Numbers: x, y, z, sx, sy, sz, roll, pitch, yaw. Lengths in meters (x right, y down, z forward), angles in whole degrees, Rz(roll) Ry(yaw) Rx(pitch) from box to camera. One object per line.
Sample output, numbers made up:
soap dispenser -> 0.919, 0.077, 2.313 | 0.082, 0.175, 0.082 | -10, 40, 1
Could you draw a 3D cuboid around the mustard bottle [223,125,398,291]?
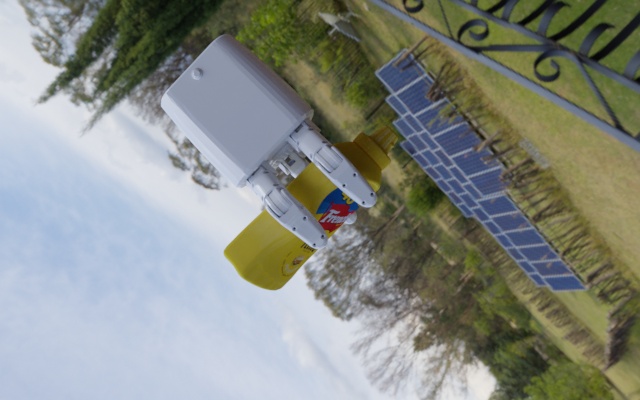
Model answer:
mustard bottle -> 0.000, 0.002, 0.459 | 0.058, 0.191, 0.096 | 46, 4, 25
